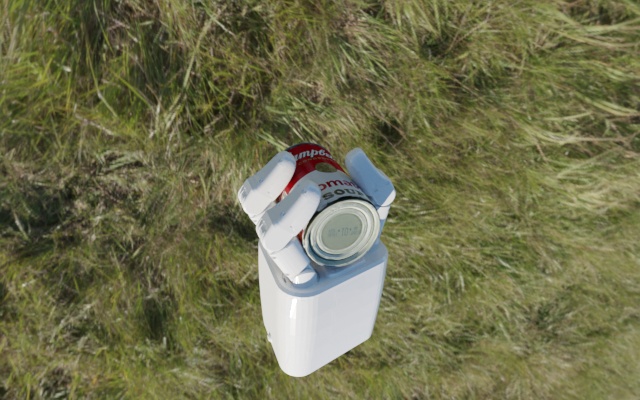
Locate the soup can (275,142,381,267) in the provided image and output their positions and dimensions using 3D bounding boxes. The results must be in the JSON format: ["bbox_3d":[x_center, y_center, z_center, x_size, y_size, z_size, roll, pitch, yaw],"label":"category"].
[{"bbox_3d":[0.000,0.001,0.413,0.068,0.068,0.102,0,30,-24],"label":"soup can"}]
